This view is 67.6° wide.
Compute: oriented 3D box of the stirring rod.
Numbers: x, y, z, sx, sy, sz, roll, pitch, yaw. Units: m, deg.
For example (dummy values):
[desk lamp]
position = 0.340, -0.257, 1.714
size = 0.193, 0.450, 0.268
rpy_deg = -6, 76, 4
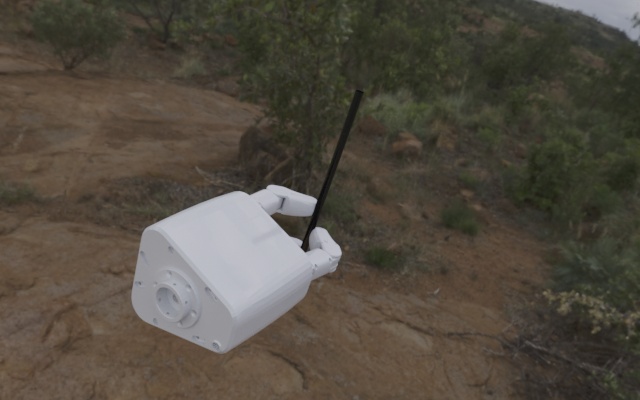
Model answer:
[stirring rod]
position = 0.000, 0.002, 0.494
size = 0.011, 0.240, 0.011
rpy_deg = 16, 25, -8
